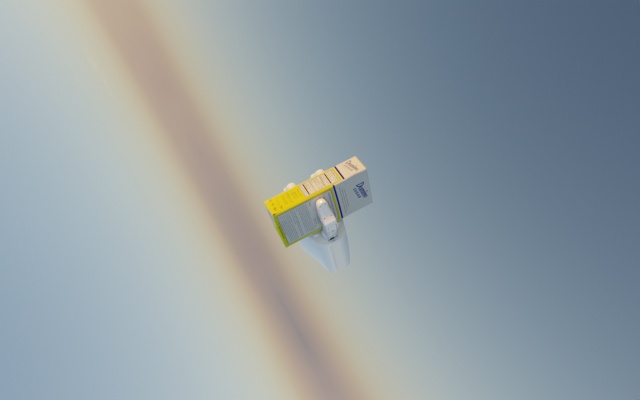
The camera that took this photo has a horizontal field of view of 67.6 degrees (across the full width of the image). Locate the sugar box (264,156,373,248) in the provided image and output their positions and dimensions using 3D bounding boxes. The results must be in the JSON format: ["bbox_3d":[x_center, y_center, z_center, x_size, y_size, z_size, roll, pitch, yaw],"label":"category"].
[{"bbox_3d":[0.000,0.002,0.820,0.176,0.093,0.048,-28,50,-10],"label":"sugar box"}]
